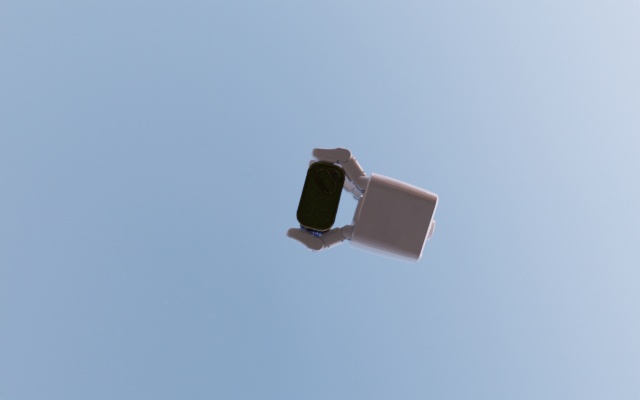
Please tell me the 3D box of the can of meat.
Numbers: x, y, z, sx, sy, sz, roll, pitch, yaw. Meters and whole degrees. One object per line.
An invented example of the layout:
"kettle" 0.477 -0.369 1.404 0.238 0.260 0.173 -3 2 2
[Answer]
"can of meat" 0.000 0.003 0.732 0.057 0.102 0.084 13 -14 2
